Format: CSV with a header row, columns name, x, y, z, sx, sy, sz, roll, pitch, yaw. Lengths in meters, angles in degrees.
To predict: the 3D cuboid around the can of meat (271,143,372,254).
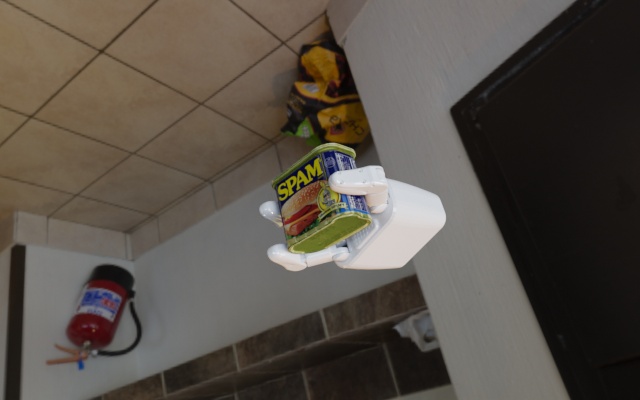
name,x,y,z,sx,sy,sz,roll,pitch,yaw
can of meat,0.000,0.002,0.515,0.102,0.084,0.057,-33,-30,35
